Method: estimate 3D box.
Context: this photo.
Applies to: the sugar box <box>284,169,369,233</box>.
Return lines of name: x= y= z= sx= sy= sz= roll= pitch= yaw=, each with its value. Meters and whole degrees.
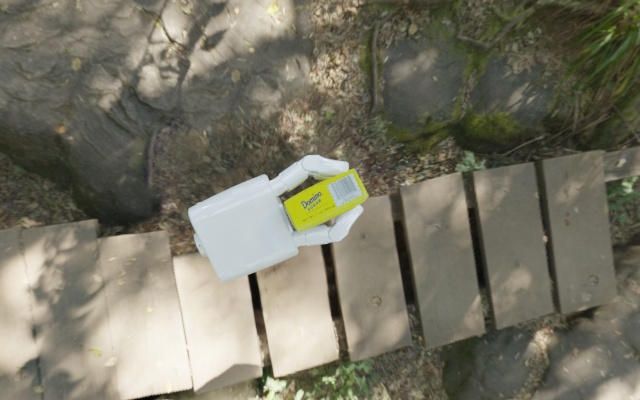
sugar box: x=0.000 y=0.002 z=0.628 sx=0.093 sy=0.048 sz=0.176 roll=-25 pitch=3 yaw=-5
